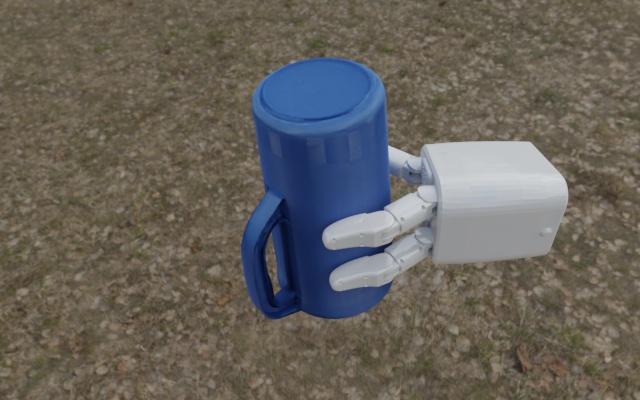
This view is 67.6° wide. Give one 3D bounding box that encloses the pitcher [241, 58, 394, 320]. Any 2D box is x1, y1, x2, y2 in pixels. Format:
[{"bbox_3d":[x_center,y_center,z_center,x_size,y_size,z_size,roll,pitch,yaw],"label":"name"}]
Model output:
[{"bbox_3d":[0.000,0.001,0.454,0.145,0.149,0.243,-2,-45,5],"label":"pitcher"}]
